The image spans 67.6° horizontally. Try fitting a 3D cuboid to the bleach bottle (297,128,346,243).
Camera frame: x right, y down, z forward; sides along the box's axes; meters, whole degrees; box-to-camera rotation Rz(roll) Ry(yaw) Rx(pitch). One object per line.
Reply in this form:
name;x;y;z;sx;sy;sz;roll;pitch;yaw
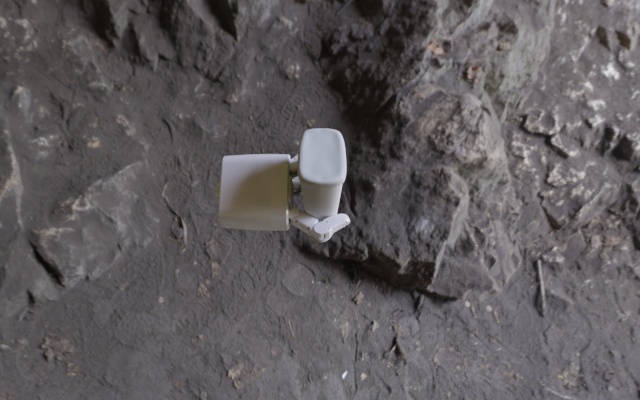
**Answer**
bleach bottle;0.000;0.002;0.763;0.068;0.102;0.251;1;-33;-1
